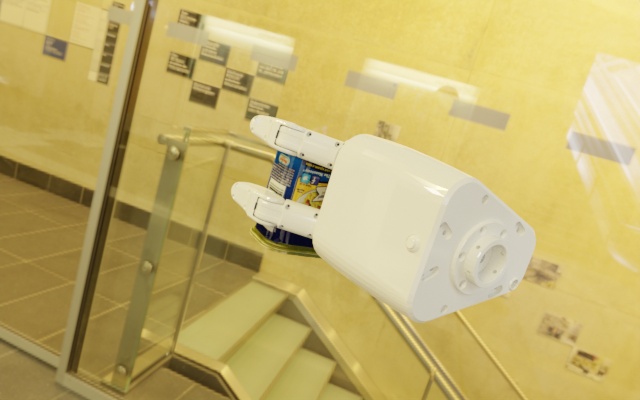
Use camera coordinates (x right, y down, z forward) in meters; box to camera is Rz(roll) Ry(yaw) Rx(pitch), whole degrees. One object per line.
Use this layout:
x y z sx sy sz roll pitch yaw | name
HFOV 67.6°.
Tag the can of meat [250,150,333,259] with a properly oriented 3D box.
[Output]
0.000 0.001 0.415 0.102 0.084 0.057 11 13 -31 | can of meat
